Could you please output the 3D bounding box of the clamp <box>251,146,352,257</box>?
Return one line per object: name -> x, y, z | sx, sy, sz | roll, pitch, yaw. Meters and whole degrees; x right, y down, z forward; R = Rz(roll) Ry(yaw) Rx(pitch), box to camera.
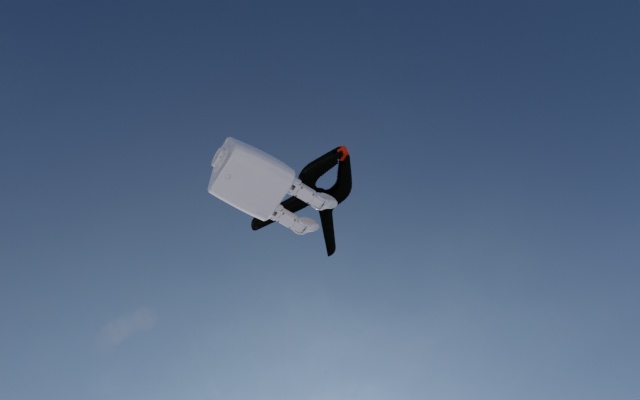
clamp -> 0.000, 0.002, 0.828 | 0.164, 0.210, 0.036 | 28, 23, -24
